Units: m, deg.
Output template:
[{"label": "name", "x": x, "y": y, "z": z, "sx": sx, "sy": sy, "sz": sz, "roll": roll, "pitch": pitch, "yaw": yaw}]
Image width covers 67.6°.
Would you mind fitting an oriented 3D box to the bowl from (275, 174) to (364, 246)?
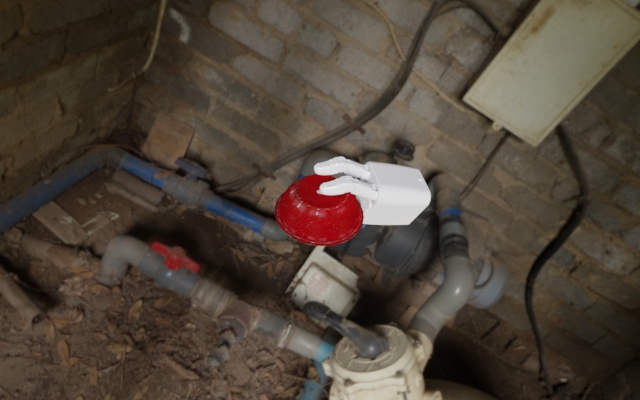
[{"label": "bowl", "x": -0.001, "y": 0.003, "z": 0.841, "sx": 0.162, "sy": 0.055, "sz": 0.162, "roll": 3, "pitch": 43, "yaw": -3}]
